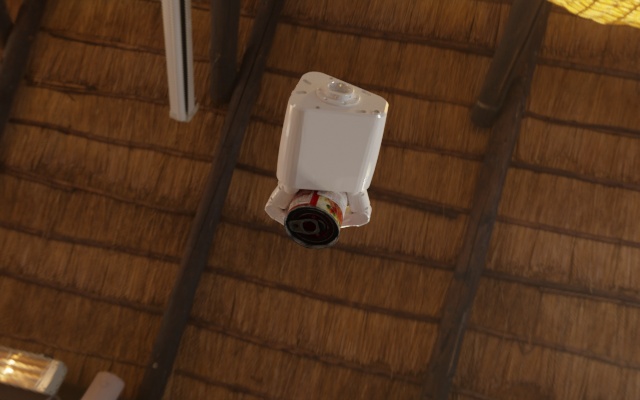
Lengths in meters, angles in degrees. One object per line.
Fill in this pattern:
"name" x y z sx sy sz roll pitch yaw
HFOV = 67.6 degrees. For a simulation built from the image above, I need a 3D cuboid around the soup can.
"soup can" 0.000 0.002 0.600 0.068 0.069 0.102 0 38 16
